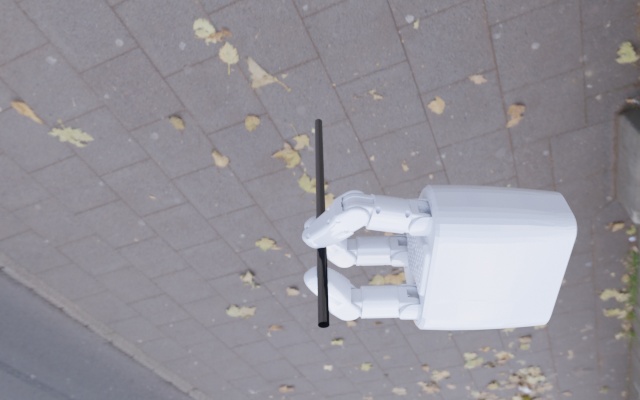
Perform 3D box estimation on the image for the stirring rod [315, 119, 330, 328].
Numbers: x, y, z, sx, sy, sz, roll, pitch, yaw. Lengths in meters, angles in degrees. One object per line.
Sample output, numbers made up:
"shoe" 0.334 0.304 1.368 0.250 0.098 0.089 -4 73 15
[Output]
"stirring rod" 0.000 0.001 0.410 0.011 0.011 0.239 0 44 -1
